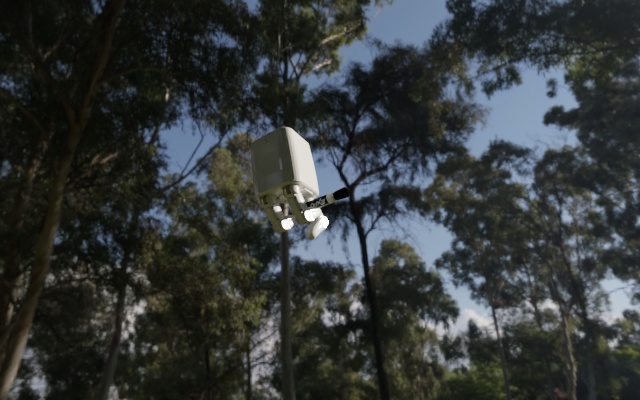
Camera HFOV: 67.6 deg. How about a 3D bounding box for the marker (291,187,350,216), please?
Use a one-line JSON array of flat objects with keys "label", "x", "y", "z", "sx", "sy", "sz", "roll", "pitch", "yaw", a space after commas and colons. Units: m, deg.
[{"label": "marker", "x": 0.000, "y": 0.003, "z": 0.833, "sx": 0.121, "sy": 0.020, "sz": 0.020, "roll": -21, "pitch": -12, "yaw": 32}]
